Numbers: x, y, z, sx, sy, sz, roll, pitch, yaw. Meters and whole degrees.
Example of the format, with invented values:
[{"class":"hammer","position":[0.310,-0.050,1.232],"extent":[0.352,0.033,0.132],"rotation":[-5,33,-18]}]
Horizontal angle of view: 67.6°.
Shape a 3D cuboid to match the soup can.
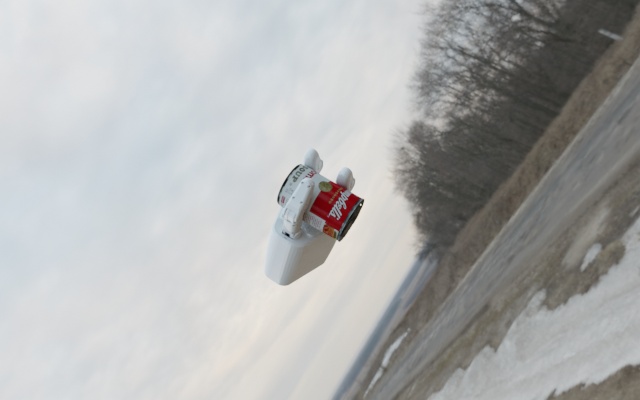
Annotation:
[{"class":"soup can","position":[0.000,0.002,0.658],"extent":[0.102,0.068,0.068],"rotation":[31,7,12]}]
